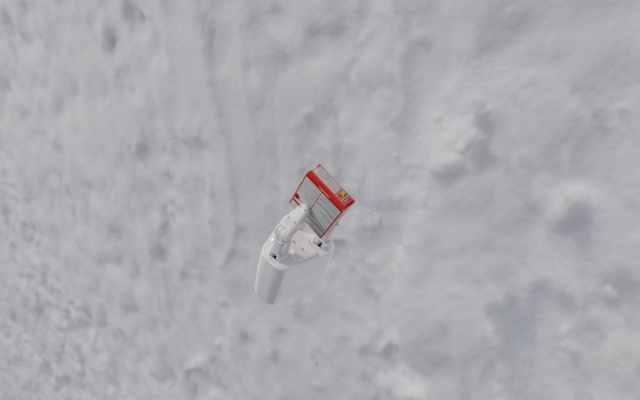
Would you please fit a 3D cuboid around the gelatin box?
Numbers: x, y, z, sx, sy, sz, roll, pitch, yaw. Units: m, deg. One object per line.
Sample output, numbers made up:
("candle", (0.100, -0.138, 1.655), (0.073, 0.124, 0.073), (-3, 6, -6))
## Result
("gelatin box", (0.000, 0.002, 0.680), (0.030, 0.073, 0.089), (-36, -12, -36))
